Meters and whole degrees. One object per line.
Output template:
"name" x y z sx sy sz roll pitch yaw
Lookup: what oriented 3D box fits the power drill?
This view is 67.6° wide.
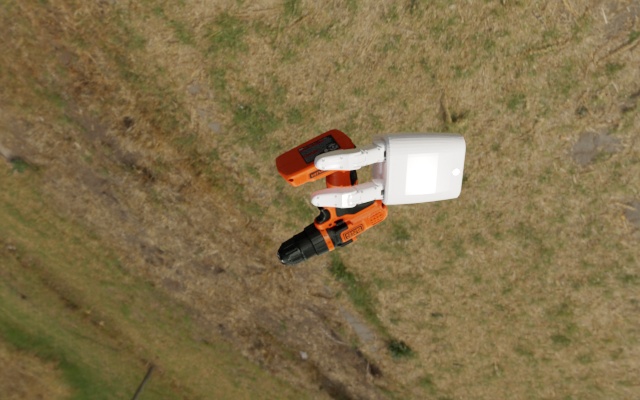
"power drill" 0.000 0.002 0.688 0.184 0.188 0.057 -29 48 -7
